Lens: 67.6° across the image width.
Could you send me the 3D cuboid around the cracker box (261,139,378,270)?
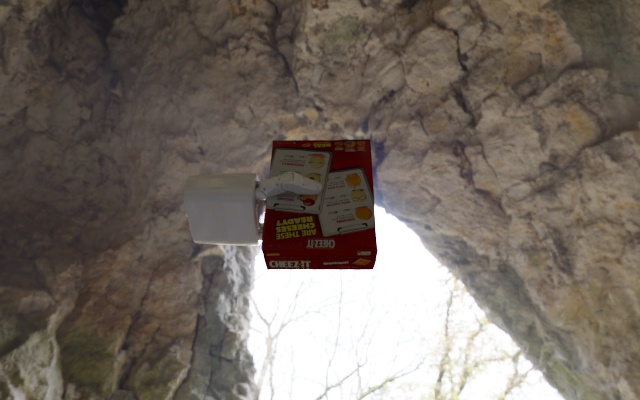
[{"bbox_3d":[0.000,0.002,0.745,0.164,0.213,0.072,0,-37,2],"label":"cracker box"}]
